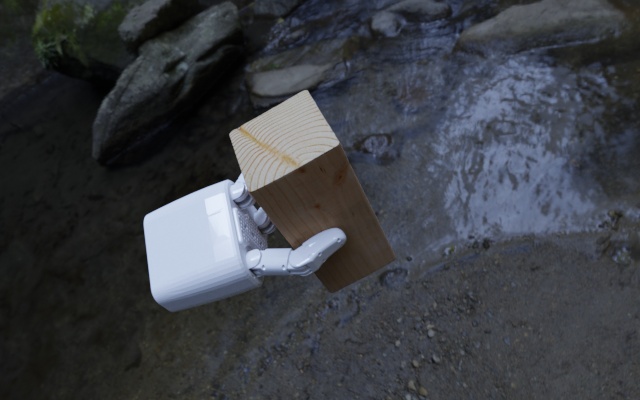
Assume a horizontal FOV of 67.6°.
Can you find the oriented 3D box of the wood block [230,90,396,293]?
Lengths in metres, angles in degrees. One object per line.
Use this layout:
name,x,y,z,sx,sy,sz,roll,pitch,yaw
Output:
wood block,0.000,0.002,0.506,0.090,0.090,0.206,-28,-41,3
